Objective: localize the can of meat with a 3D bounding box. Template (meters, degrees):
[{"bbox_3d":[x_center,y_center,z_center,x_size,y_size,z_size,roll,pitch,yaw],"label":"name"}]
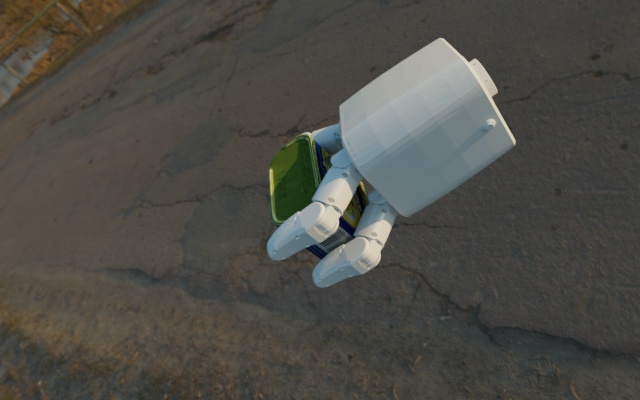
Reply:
[{"bbox_3d":[0.000,0.001,0.430,0.057,0.102,0.084,-31,-48,20],"label":"can of meat"}]
